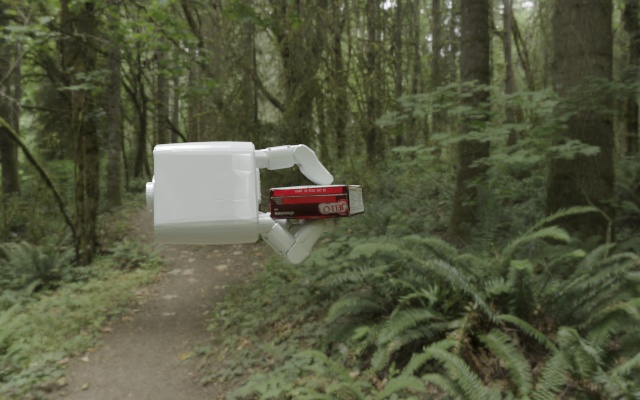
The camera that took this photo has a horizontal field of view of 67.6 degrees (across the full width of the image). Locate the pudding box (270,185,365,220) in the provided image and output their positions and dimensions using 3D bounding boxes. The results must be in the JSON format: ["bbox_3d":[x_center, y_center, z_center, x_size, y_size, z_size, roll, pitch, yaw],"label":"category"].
[{"bbox_3d":[0.000,0.002,0.560,0.090,0.039,0.113,-1,2,14],"label":"pudding box"}]
